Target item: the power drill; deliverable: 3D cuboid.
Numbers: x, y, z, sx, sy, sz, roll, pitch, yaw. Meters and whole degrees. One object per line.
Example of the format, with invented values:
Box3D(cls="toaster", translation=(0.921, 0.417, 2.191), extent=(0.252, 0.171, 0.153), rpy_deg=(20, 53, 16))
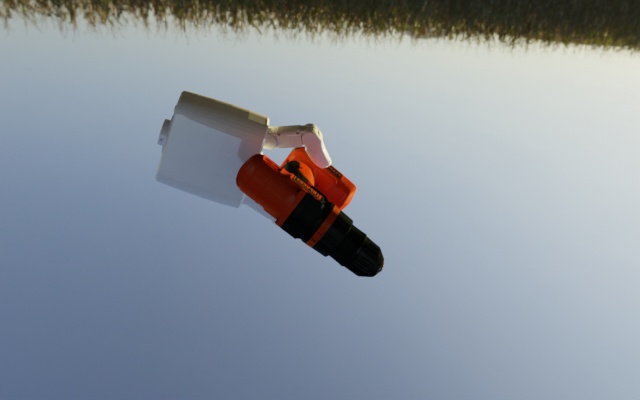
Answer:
Box3D(cls="power drill", translation=(0.000, 0.002, 0.573), extent=(0.184, 0.057, 0.187), rpy_deg=(39, 14, -4))
